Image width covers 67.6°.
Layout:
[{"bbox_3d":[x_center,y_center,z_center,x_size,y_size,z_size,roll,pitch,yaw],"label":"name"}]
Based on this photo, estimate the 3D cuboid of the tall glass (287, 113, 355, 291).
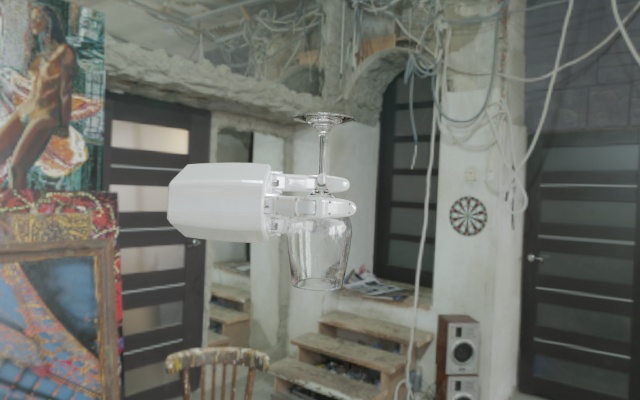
[{"bbox_3d":[0.000,0.001,0.567,0.079,0.201,0.079,2,1,0],"label":"tall glass"}]
